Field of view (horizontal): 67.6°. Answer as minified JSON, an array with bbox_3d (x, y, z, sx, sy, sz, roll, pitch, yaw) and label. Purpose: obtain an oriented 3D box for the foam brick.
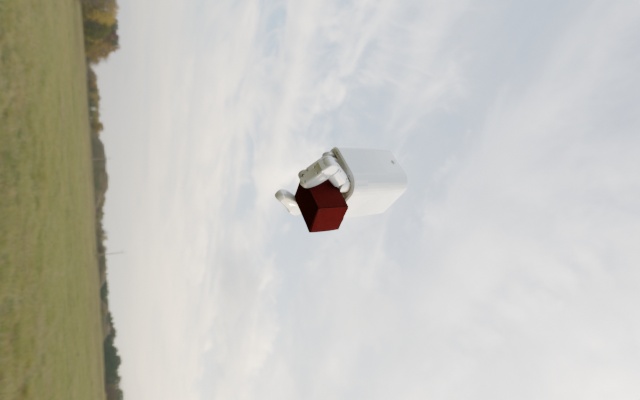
[{"bbox_3d":[0.000,0.003,0.727,0.051,0.053,0.078,-2,45,-26],"label":"foam brick"}]
